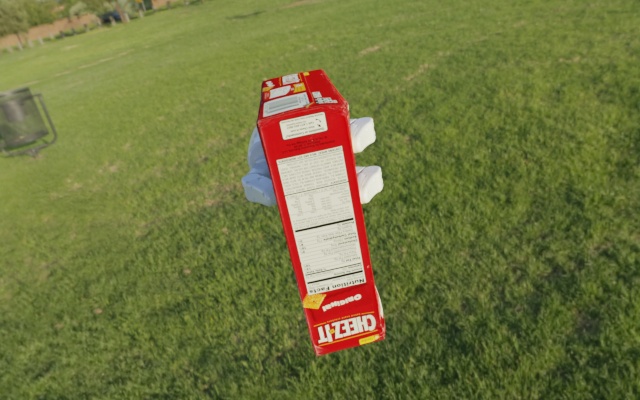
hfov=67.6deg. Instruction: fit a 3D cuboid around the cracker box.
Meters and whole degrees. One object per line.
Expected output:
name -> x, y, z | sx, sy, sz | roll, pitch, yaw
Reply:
cracker box -> 0.000, 0.001, 0.440 | 0.072, 0.214, 0.164 | -12, 24, -1
